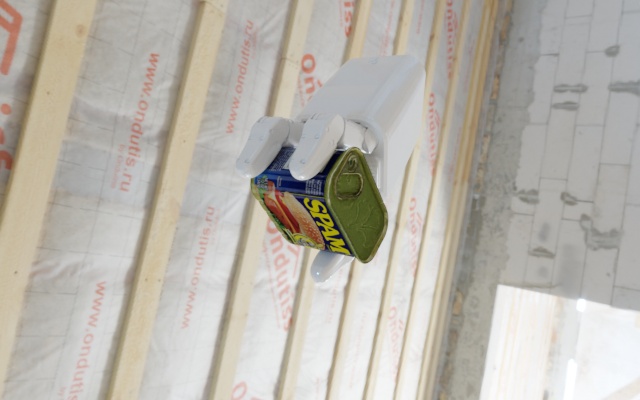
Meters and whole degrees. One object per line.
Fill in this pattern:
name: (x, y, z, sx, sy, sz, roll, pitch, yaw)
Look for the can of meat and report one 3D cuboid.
can of meat: (0.000, 0.001, 0.408, 0.084, 0.057, 0.102, 8, -38, 35)
